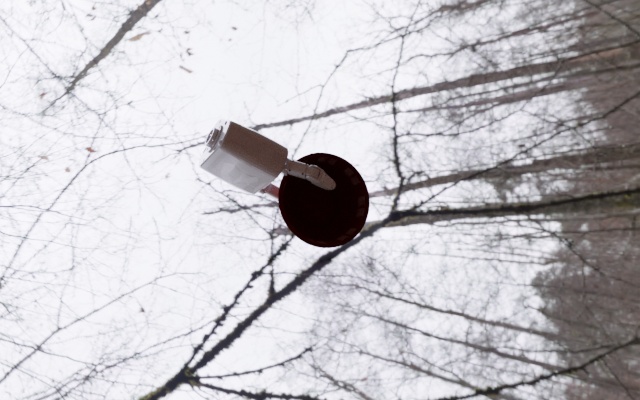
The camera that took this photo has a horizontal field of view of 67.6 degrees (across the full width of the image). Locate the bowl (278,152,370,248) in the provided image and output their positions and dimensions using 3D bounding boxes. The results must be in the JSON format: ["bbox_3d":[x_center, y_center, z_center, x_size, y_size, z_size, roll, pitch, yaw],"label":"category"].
[{"bbox_3d":[0.001,0.004,0.816,0.162,0.162,0.055,0,-10,-19],"label":"bowl"}]
